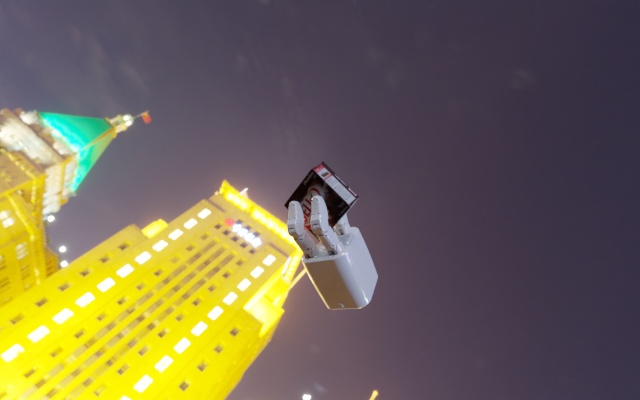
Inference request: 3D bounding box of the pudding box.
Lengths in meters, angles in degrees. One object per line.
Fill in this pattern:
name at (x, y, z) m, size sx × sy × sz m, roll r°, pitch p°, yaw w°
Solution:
pudding box at (0.000, 0.003, 0.807) m, size 0.039 × 0.090 × 0.113 m, roll -41°, pitch -7°, yaw -48°
